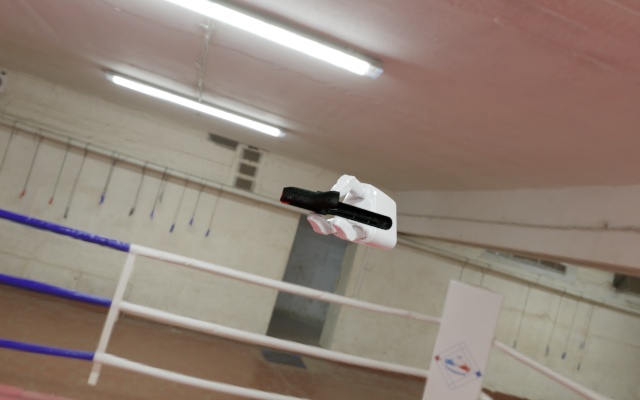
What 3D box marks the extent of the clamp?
[{"bbox_3d":[0.000,0.002,0.816,0.210,0.036,0.164,13,-9,36],"label":"clamp"}]
